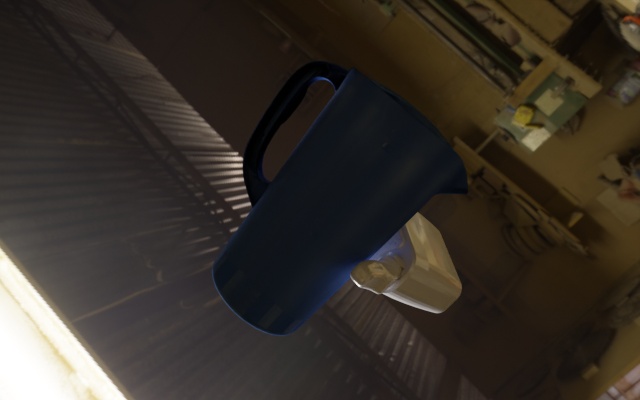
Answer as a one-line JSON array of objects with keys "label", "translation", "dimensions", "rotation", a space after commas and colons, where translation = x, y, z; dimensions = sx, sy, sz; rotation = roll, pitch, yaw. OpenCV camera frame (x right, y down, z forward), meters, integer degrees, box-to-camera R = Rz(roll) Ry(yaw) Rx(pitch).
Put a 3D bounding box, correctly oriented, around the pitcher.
[{"label": "pitcher", "translation": [0.000, 0.002, 0.451], "dimensions": [0.145, 0.243, 0.149], "rotation": [29, 18, -40]}]
